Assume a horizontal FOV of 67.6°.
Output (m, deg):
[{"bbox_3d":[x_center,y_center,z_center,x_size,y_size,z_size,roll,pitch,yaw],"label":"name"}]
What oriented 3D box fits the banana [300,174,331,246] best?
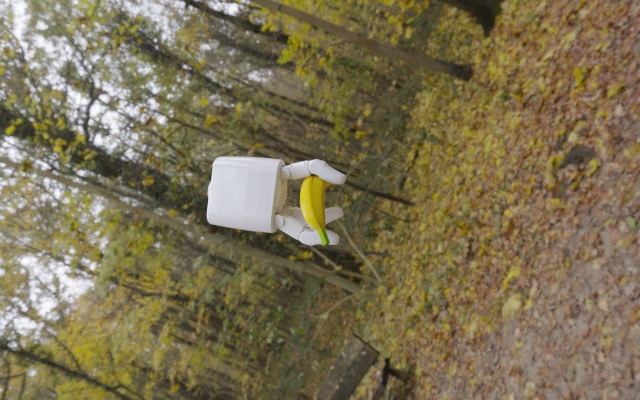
[{"bbox_3d":[-0.005,-0.011,0.759,0.037,0.070,0.197,-12,31,12],"label":"banana"}]
